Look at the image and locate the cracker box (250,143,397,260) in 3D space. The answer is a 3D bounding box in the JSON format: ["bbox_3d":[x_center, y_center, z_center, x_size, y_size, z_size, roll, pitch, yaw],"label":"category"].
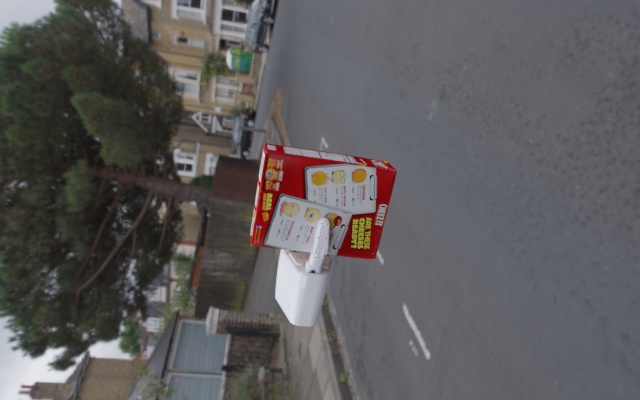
[{"bbox_3d":[0.000,0.003,0.795,0.214,0.164,0.072,7,20,-11],"label":"cracker box"}]
